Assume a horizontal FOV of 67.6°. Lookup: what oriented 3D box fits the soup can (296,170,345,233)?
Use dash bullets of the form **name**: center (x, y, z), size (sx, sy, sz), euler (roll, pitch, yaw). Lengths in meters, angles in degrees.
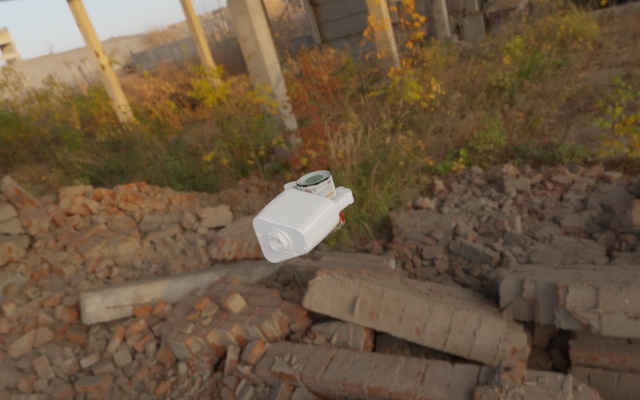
- **soup can**: center (0.000, 0.002, 0.896), size (0.068, 0.102, 0.068), euler (-15, 22, 6)
